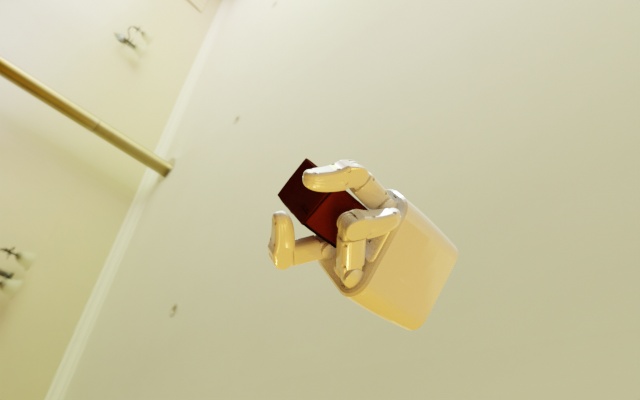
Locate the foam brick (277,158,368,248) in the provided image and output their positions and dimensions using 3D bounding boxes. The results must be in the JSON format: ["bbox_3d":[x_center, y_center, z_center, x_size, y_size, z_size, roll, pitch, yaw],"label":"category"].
[{"bbox_3d":[0.000,0.001,0.491,0.051,0.053,0.078,37,5,-33],"label":"foam brick"}]
